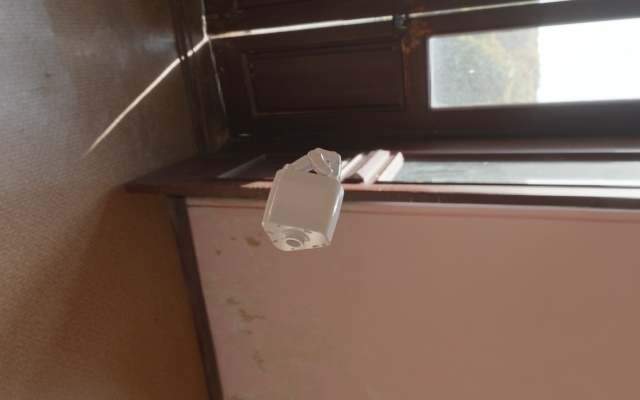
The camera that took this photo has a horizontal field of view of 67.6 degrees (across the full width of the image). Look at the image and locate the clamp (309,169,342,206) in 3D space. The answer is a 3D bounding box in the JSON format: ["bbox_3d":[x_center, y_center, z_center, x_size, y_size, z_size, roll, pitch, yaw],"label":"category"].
[{"bbox_3d":[0.001,0.003,0.894,0.039,0.120,0.172,1,-35,20],"label":"clamp"}]
